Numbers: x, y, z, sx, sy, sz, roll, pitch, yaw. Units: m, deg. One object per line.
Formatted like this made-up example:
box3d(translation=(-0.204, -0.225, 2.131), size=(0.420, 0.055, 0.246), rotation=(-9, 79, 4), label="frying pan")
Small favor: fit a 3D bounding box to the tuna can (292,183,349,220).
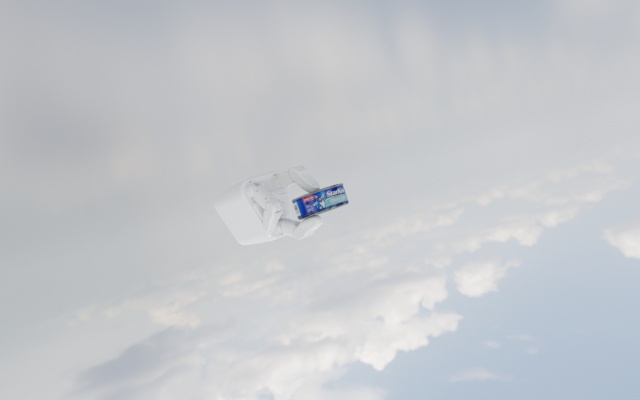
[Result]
box3d(translation=(0.000, 0.003, 0.750), size=(0.086, 0.034, 0.086), rotation=(-19, -3, -1), label="tuna can")
